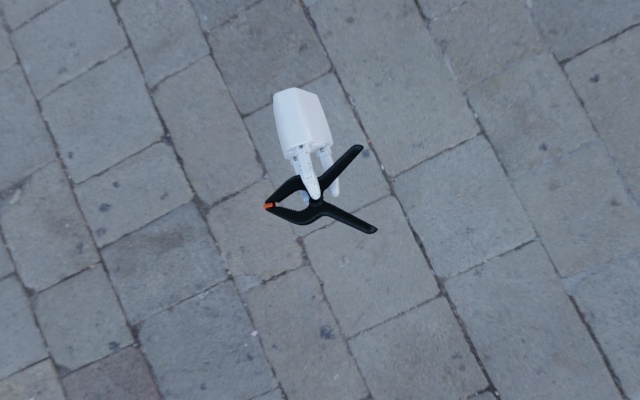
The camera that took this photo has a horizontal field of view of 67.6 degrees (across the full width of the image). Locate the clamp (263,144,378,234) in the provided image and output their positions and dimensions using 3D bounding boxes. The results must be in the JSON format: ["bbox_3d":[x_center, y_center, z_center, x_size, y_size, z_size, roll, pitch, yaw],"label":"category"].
[{"bbox_3d":[-0.001,0.003,0.879,0.210,0.164,0.036,-17,-7,9],"label":"clamp"}]
